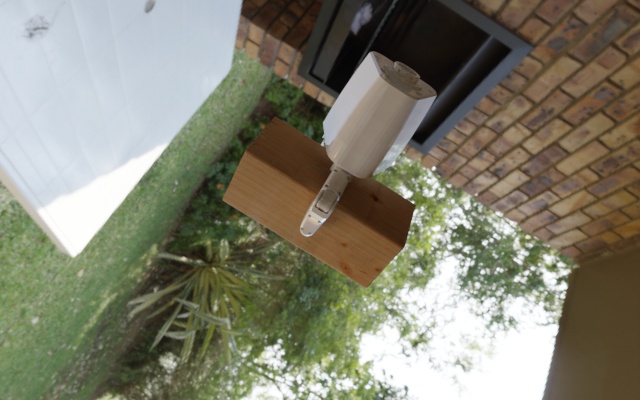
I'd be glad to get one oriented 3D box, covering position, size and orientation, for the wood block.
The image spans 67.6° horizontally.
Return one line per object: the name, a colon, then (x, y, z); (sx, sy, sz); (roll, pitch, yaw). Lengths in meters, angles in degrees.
wood block: (0.000, 0.002, 0.584); (0.206, 0.090, 0.090); (32, 39, -3)
